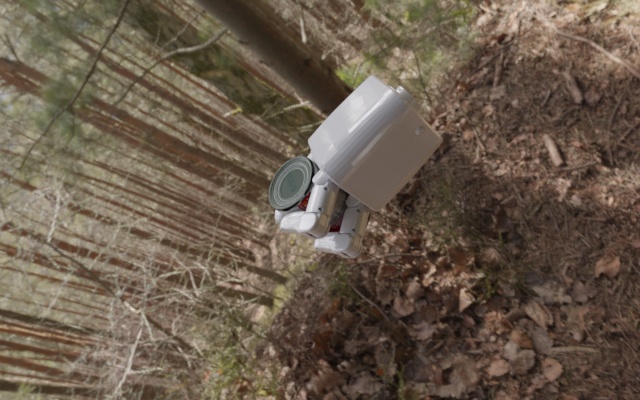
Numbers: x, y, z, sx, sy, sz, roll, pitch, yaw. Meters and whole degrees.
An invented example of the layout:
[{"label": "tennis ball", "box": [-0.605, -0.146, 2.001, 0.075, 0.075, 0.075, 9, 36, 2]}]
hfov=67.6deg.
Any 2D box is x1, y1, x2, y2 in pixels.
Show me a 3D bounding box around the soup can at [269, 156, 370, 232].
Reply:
[{"label": "soup can", "box": [0.000, 0.002, 0.543, 0.068, 0.068, 0.102, 0, -25, 46]}]
